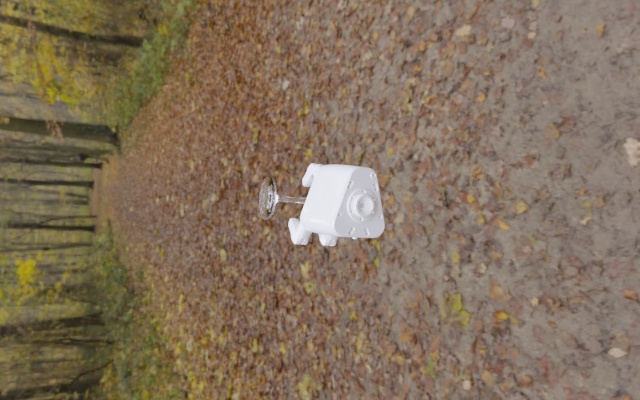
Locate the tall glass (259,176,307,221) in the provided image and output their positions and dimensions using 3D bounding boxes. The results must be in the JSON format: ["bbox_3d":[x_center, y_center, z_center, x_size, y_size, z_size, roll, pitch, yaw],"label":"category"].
[{"bbox_3d":[-0.001,0.003,0.833,0.201,0.079,0.079,4,-2,-27],"label":"tall glass"}]
